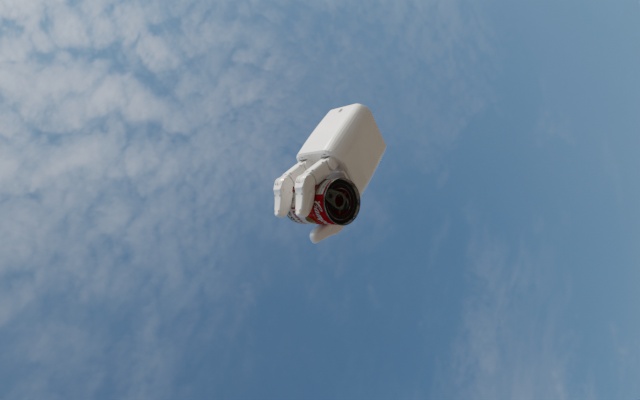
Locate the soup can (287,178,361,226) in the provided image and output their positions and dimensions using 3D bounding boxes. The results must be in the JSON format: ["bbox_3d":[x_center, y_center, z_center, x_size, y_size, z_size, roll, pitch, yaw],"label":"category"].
[{"bbox_3d":[0.000,0.003,0.710,0.068,0.068,0.102,0,-1,-39],"label":"soup can"}]
